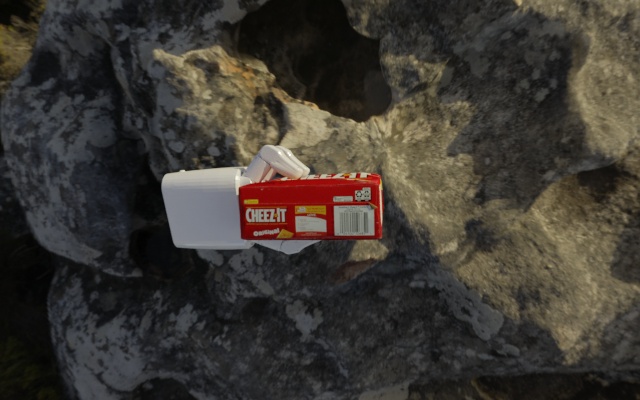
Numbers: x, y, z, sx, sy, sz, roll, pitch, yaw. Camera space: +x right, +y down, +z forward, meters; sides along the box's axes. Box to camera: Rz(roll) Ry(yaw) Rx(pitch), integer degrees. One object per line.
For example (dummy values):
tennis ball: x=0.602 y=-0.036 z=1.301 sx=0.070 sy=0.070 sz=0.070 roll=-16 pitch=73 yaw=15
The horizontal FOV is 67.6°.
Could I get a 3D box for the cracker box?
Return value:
cracker box: x=0.000 y=0.002 z=0.638 sx=0.164 sy=0.072 sz=0.213 roll=-1 pitch=6 yaw=8
